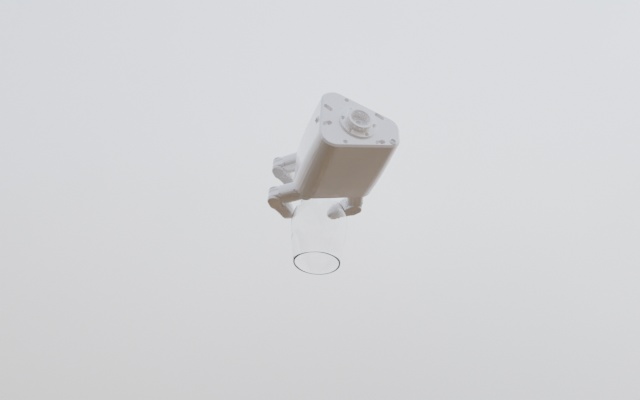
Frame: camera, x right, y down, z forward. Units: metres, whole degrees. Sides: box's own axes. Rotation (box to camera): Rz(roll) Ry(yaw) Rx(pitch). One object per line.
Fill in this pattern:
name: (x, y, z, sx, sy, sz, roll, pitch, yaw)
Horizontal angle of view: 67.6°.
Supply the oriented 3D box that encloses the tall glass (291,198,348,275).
tall glass: (0.000, 0.002, 0.680, 0.079, 0.201, 0.079, 2, -36, 2)
